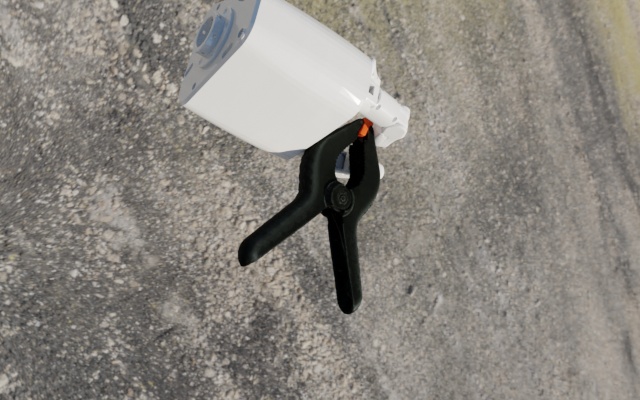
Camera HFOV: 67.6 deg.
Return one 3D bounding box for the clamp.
[{"bbox_3d":[0.001,0.001,0.406,0.120,0.171,0.039,23,-20,-36],"label":"clamp"}]
